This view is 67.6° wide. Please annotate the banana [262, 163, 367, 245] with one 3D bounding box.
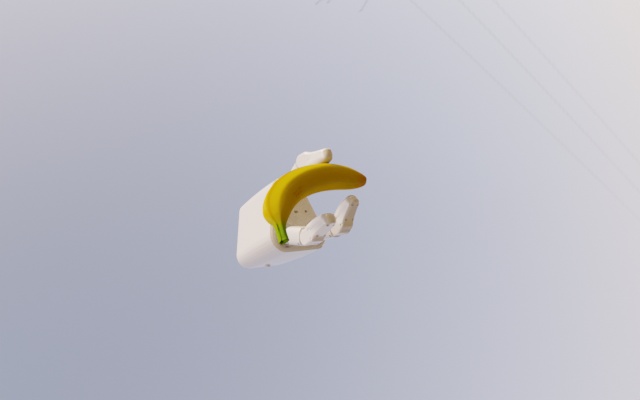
[{"bbox_3d":[-0.013,-0.012,0.600,0.037,0.069,0.197,-35,0,43],"label":"banana"}]
